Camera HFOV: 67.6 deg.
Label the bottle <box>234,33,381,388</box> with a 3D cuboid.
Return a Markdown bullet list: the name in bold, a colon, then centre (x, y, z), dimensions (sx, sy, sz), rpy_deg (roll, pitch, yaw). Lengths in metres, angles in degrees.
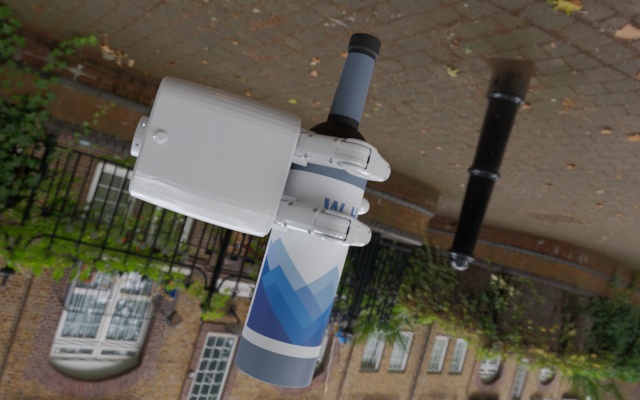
- **bottle**: centre (0.000, 0.002, 0.407), dimensions (0.069, 0.295, 0.069), rpy_deg (16, -3, 1)
